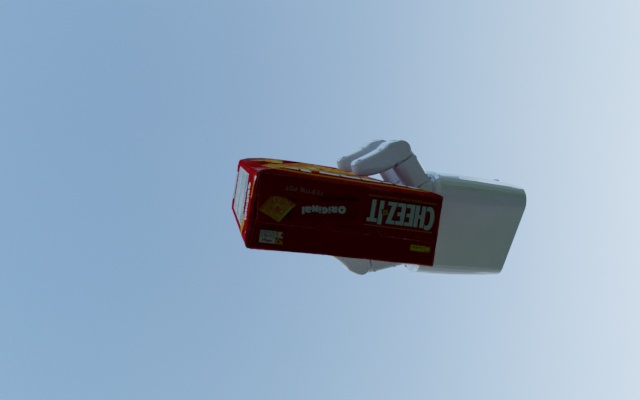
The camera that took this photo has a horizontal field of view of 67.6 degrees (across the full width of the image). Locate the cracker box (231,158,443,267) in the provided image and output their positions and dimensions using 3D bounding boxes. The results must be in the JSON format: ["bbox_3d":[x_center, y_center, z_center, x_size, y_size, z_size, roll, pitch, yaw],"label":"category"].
[{"bbox_3d":[0.000,0.002,0.487,0.164,0.072,0.213,7,5,-14],"label":"cracker box"}]
